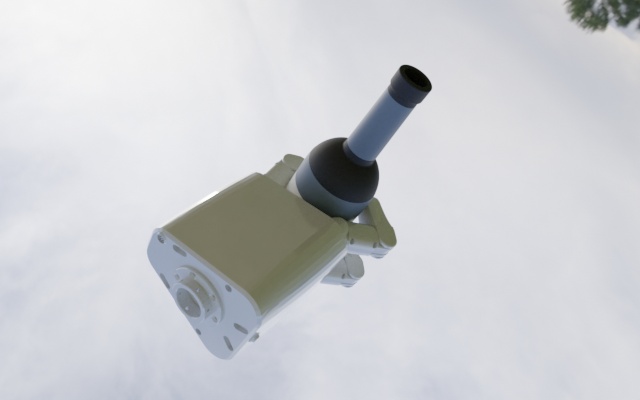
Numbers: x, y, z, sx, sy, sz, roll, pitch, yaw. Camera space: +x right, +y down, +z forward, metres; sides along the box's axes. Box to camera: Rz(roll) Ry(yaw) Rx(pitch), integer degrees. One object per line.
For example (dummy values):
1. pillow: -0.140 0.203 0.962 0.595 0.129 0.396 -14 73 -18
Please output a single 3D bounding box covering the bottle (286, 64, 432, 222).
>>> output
1. bottle: 0.000 0.002 0.428 0.069 0.069 0.296 0 -36 -34
